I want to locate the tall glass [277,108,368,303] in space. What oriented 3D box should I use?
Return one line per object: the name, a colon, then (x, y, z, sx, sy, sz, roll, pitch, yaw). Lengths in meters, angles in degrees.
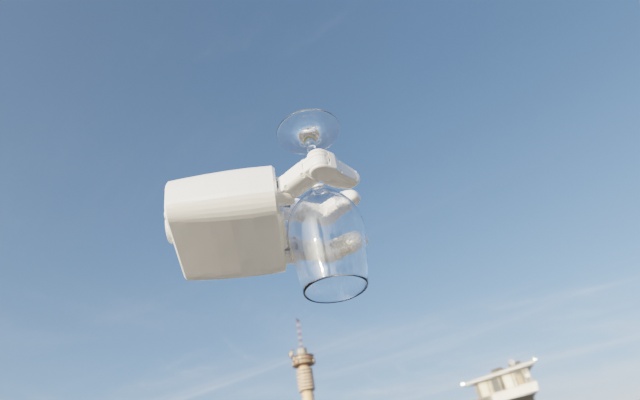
tall glass: (0.000, 0.001, 0.496, 0.079, 0.201, 0.079, -7, -34, -5)
